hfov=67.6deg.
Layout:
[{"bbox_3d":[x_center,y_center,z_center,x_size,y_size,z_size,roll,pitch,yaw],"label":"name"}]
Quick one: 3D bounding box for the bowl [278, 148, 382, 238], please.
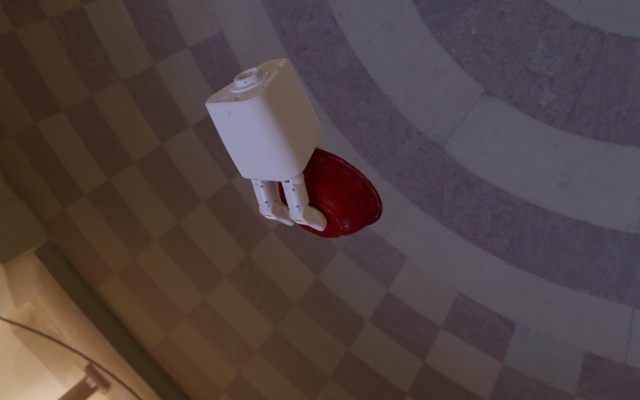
[{"bbox_3d":[0.001,0.003,0.650,0.162,0.055,0.162,25,-28,14],"label":"bowl"}]
